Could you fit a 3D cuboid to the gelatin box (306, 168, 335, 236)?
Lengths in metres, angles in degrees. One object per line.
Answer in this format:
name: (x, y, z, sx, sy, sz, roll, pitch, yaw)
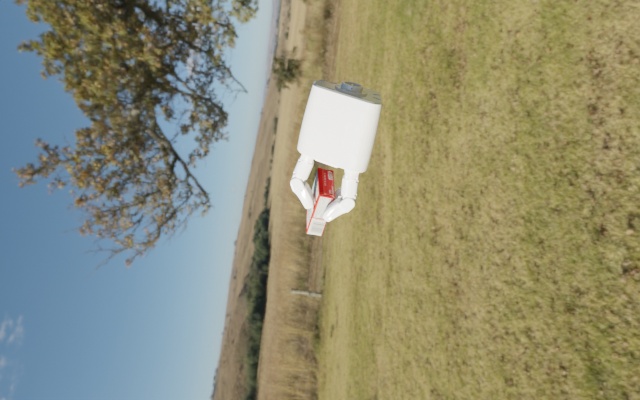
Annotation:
gelatin box: (0.000, 0.003, 0.795, 0.030, 0.089, 0.073, 11, 38, -10)
